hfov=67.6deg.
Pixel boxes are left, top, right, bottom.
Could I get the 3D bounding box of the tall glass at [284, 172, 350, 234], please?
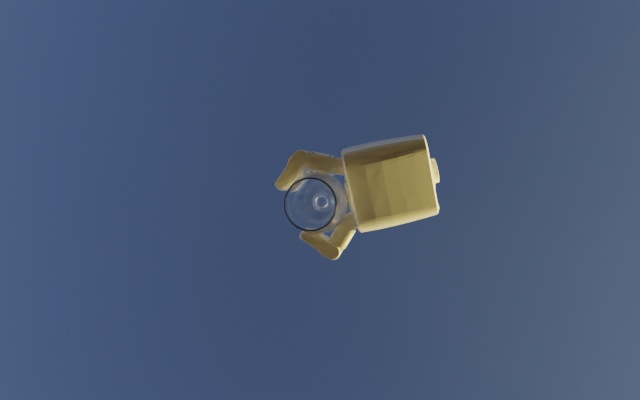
[{"bbox_3d":[0.000,0.002,0.641,0.079,0.079,0.201,0,2,7],"label":"tall glass"}]
